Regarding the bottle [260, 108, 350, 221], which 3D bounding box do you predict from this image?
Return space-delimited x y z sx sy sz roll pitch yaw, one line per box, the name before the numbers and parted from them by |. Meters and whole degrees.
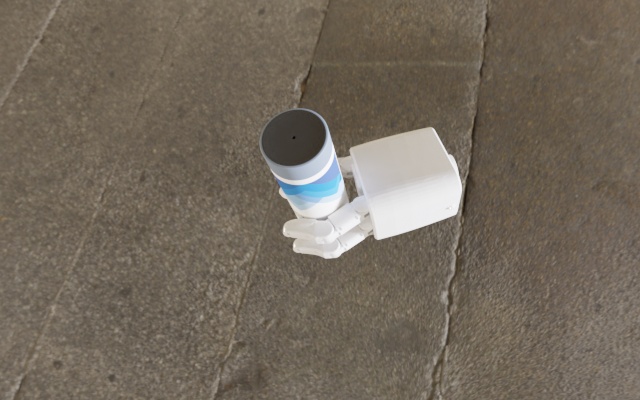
bottle | 0.000 0.002 0.577 0.069 0.069 0.296 0 -24 11
